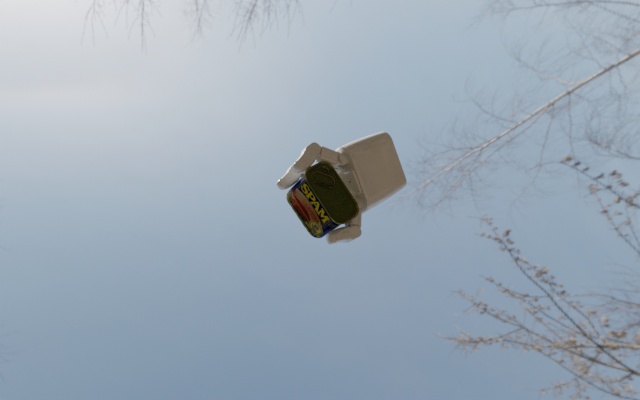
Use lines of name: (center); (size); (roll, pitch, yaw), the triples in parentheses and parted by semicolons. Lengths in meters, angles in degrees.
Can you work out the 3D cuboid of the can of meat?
can of meat: (0.000, 0.003, 0.759); (0.057, 0.102, 0.084); (-30, -5, -35)
